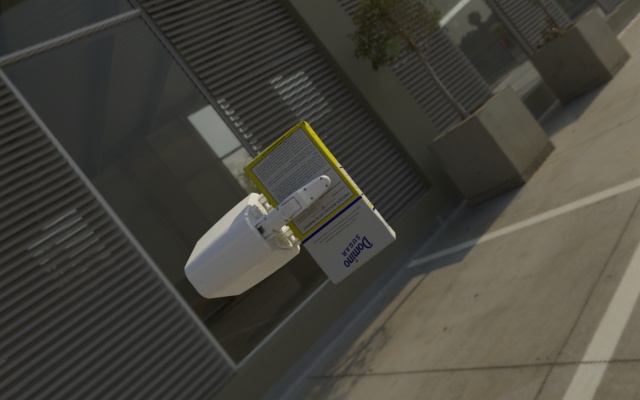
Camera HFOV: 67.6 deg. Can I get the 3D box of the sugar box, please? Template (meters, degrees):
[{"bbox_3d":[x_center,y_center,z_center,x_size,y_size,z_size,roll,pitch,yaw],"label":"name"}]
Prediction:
[{"bbox_3d":[0.000,0.002,0.571,0.093,0.176,0.048,-38,1,10],"label":"sugar box"}]
